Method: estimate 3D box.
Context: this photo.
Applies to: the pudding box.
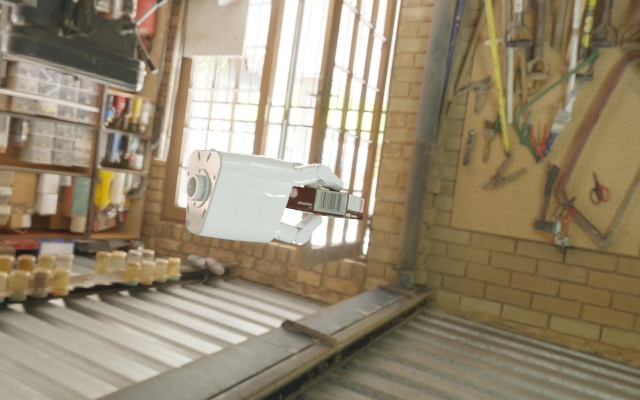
[{"bbox_3d":[0.000,0.002,0.703,0.113,0.039,0.090,10,0,22],"label":"pudding box"}]
